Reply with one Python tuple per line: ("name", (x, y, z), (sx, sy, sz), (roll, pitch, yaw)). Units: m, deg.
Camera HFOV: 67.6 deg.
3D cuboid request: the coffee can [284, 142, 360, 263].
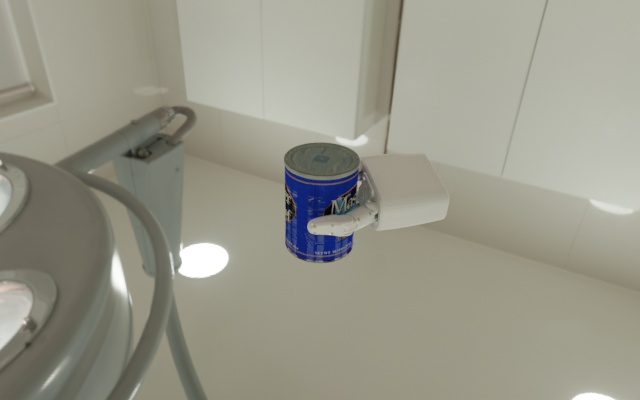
("coffee can", (0.000, 0.002, 0.677), (0.103, 0.140, 0.102), (1, 31, -1))
